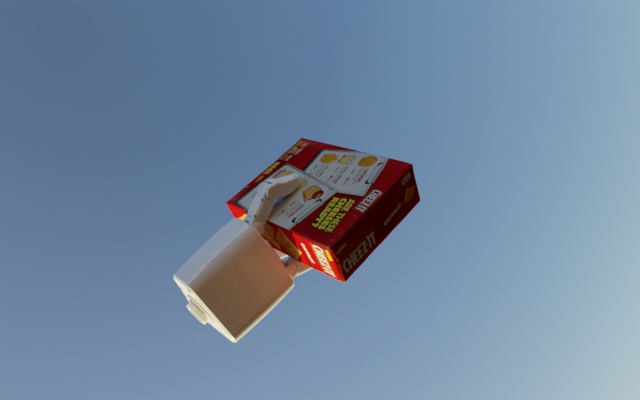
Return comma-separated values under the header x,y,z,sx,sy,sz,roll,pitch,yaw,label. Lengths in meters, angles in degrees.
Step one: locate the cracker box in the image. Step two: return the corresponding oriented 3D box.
x,y,z,sx,sy,sz,roll,pitch,yaw,label
0.000,0.002,0.651,0.213,0.072,0.164,20,54,43,cracker box
